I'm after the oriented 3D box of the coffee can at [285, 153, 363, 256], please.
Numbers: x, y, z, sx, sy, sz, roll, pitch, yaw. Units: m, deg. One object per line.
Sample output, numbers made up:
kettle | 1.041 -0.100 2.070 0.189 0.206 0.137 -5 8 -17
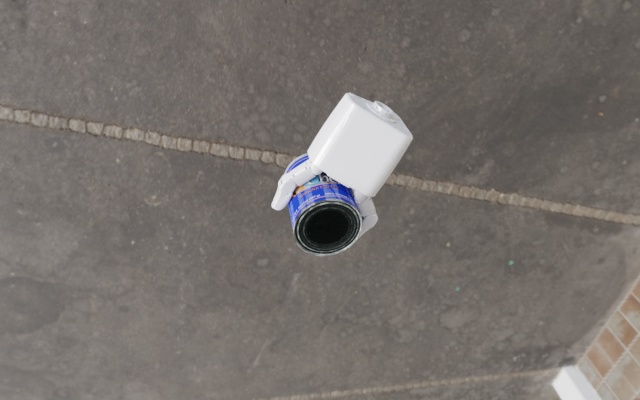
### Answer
coffee can | 0.000 0.002 0.743 0.103 0.103 0.140 0 34 -11
